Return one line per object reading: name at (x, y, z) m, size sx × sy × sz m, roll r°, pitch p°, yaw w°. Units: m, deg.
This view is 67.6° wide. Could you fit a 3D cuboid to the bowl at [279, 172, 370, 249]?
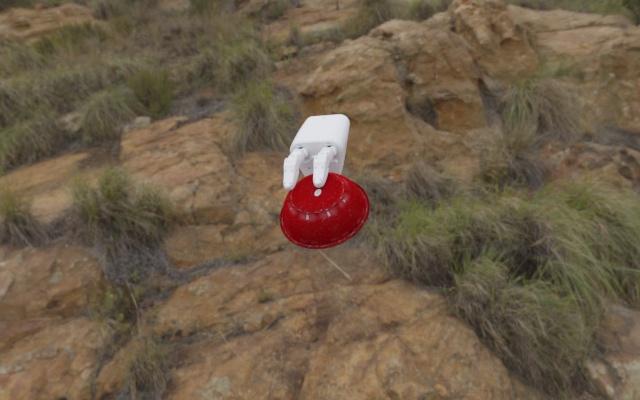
bowl at (0.000, 0.003, 0.811) m, size 0.162 × 0.162 × 0.055 m, roll 0°, pitch -40°, yaw 18°
